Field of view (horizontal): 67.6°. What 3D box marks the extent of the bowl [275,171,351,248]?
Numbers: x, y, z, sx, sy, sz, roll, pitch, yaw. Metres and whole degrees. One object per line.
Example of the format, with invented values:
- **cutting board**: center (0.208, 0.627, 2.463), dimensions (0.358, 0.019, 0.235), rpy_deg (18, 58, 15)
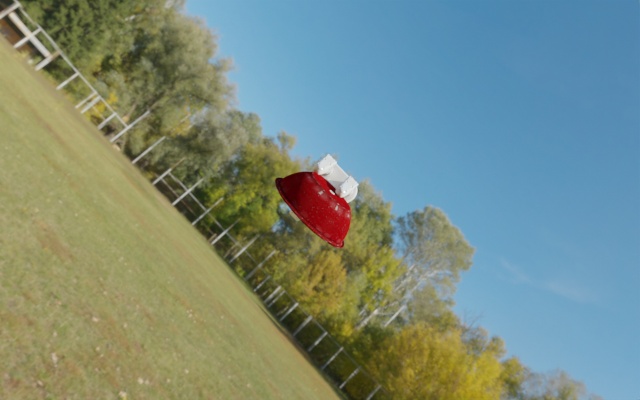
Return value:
- **bowl**: center (0.000, 0.003, 0.800), dimensions (0.055, 0.162, 0.162), rpy_deg (-44, -11, 12)
